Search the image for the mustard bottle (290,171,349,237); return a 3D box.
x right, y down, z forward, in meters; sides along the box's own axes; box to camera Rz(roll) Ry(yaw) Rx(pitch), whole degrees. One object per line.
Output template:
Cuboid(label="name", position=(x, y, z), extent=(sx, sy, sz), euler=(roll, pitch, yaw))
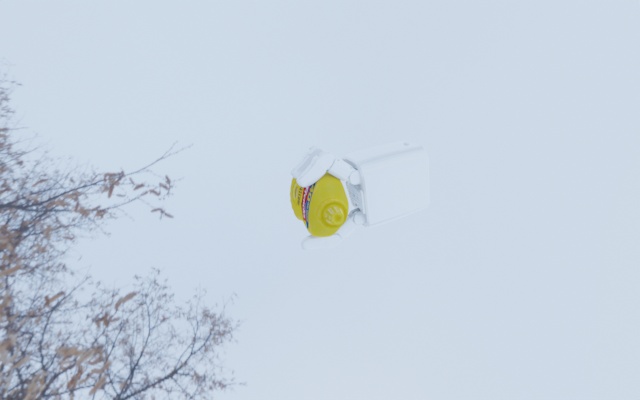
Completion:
Cuboid(label="mustard bottle", position=(0.000, 0.002, 0.712), extent=(0.058, 0.096, 0.191), euler=(7, 11, -16))
